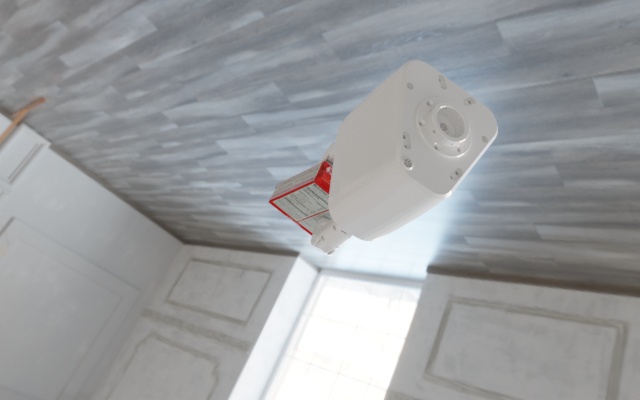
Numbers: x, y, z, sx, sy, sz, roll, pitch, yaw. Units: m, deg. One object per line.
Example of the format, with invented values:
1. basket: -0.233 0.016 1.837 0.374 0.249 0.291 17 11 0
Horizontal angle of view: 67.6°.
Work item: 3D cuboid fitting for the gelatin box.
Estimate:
1. gelatin box: 0.000 0.002 0.500 0.073 0.030 0.089 39 -35 -23
